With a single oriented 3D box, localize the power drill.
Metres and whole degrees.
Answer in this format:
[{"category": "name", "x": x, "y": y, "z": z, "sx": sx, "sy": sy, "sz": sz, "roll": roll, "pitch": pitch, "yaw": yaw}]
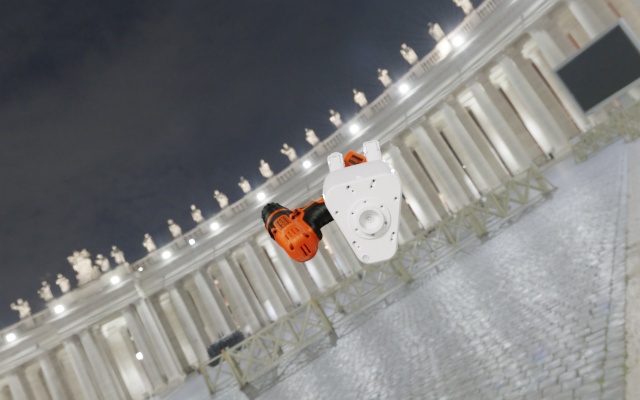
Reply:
[{"category": "power drill", "x": 0.001, "y": 0.002, "z": 0.739, "sx": 0.187, "sy": 0.057, "sz": 0.184, "roll": -39, "pitch": 28, "yaw": -6}]
